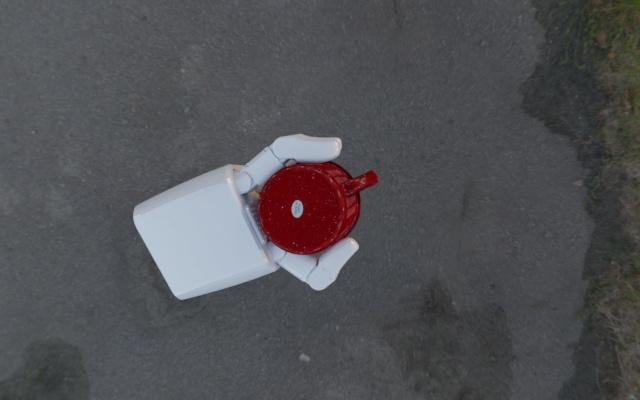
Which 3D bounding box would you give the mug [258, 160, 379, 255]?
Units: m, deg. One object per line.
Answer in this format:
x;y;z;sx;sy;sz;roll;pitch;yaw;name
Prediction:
0.001;0.001;0.452;0.117;0.093;0.081;-22;0;11;mug
